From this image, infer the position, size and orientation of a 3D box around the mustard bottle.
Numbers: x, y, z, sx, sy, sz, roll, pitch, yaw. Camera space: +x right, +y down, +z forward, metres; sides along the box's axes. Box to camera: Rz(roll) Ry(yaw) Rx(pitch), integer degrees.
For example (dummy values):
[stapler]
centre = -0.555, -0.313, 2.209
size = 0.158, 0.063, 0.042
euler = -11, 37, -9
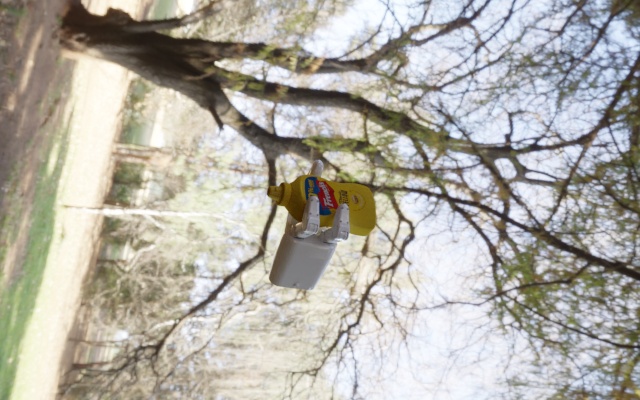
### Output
[mustard bottle]
centre = 0.001, 0.003, 0.823
size = 0.191, 0.096, 0.058
euler = 11, -37, -23
